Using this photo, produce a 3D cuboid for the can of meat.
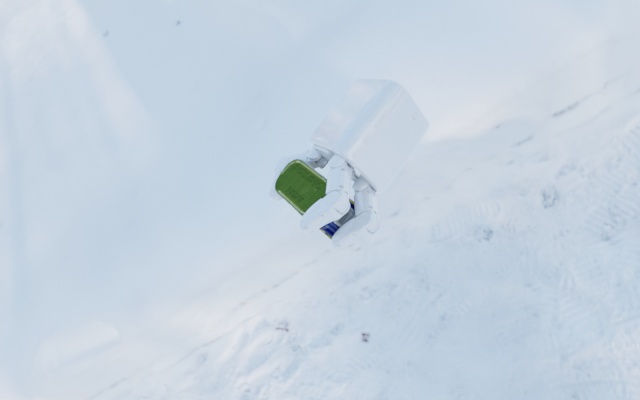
[{"bbox_3d":[0.000,0.002,0.594,0.084,0.057,0.102,40,-1,-44],"label":"can of meat"}]
